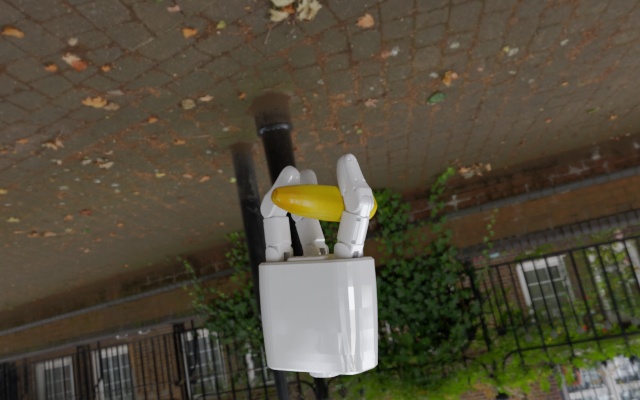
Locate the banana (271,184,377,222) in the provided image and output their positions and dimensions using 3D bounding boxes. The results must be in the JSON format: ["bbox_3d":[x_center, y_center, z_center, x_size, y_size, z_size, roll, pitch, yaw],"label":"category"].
[{"bbox_3d":[0.019,0.003,0.508,0.069,0.037,0.198,5,2,20],"label":"banana"}]
